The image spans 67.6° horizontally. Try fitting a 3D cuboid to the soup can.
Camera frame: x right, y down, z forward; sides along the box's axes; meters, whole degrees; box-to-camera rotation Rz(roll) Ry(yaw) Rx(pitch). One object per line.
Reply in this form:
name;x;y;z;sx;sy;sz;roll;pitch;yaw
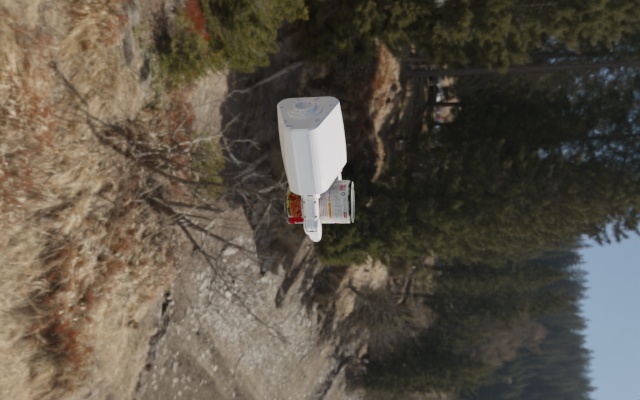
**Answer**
soup can;0.000;0.003;0.748;0.102;0.068;0.068;-1;0;8
